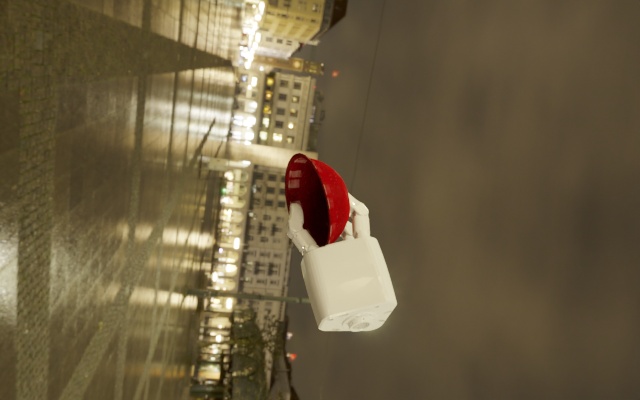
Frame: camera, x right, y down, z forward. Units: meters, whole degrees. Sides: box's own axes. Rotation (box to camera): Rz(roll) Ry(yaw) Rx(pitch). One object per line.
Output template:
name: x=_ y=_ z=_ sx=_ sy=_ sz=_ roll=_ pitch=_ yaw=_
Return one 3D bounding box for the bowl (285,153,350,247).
bowl: x=0.000 y=0.001 z=0.746 sx=0.055 sy=0.162 sz=0.162 roll=-13 pitch=5 yaw=-25
